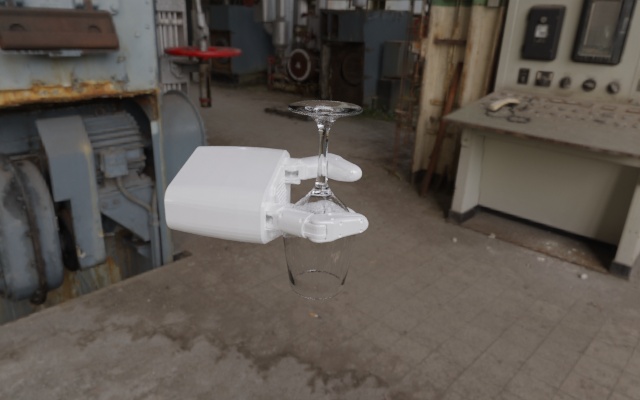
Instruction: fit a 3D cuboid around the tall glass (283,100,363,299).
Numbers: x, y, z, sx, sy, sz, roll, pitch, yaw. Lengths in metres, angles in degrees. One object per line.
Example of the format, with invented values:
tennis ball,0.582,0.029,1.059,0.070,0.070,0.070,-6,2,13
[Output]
tall glass,0.000,0.001,0.501,0.079,0.201,0.079,2,21,-1
